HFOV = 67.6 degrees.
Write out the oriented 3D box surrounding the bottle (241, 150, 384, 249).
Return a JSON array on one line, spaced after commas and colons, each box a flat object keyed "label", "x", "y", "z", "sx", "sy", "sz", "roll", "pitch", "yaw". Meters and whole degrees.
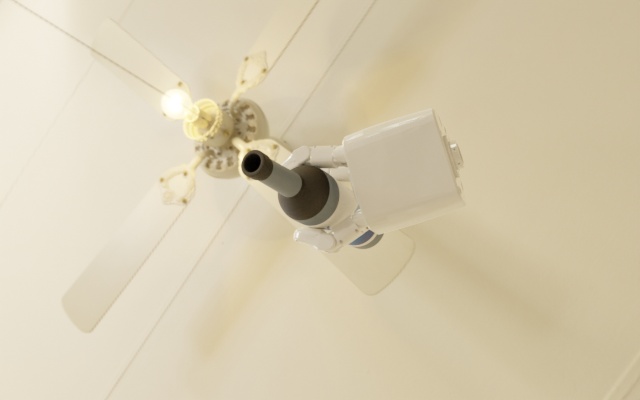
[{"label": "bottle", "x": 0.000, "y": 0.002, "z": 0.577, "sx": 0.069, "sy": 0.069, "sz": 0.296, "roll": 0, "pitch": -15, "yaw": 27}]
